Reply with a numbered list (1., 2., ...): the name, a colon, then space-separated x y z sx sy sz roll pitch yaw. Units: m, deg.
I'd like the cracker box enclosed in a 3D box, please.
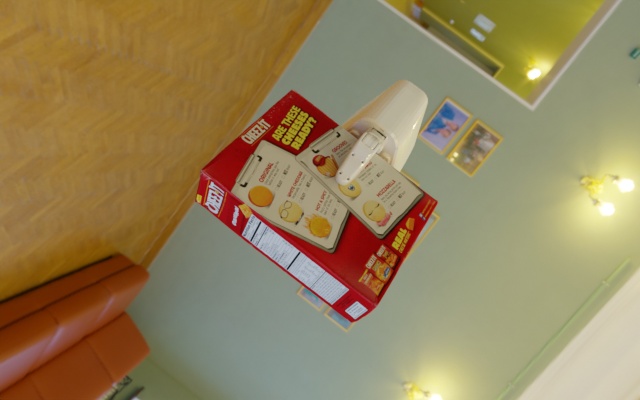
1. cracker box: 0.000 0.002 0.521 0.213 0.164 0.072 37 -37 3
